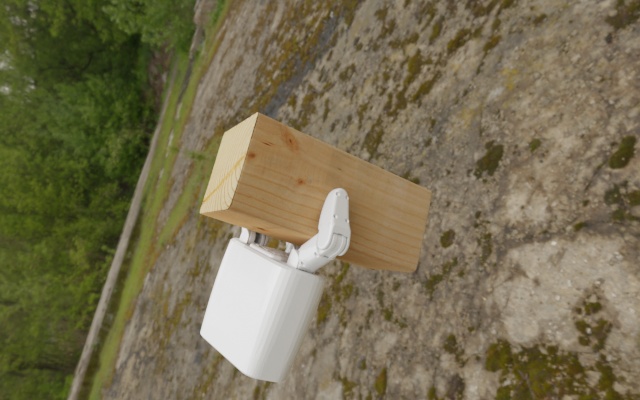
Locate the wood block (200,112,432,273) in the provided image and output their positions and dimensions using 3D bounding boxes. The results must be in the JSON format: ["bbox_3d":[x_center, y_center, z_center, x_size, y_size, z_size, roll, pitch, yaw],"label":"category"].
[{"bbox_3d":[0.000,0.002,0.482,0.206,0.090,0.091,21,-14,-27],"label":"wood block"}]
